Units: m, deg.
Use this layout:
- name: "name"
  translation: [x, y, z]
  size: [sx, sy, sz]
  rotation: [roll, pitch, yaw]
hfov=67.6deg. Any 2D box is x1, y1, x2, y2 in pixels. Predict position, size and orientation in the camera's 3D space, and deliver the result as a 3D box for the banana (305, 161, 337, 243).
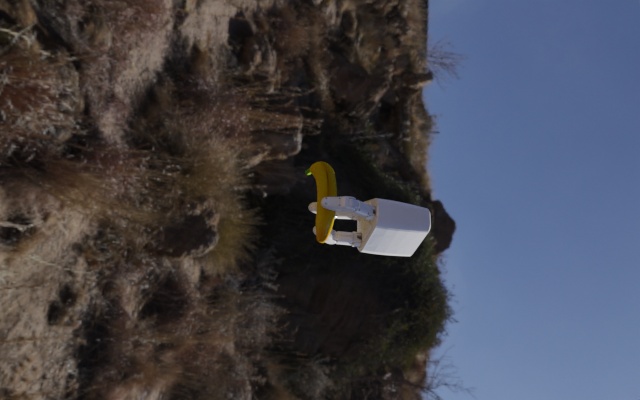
- name: "banana"
  translation: [0.006, -0.013, 0.877]
  size: [0.037, 0.070, 0.197]
  rotation: [11, 40, -17]
